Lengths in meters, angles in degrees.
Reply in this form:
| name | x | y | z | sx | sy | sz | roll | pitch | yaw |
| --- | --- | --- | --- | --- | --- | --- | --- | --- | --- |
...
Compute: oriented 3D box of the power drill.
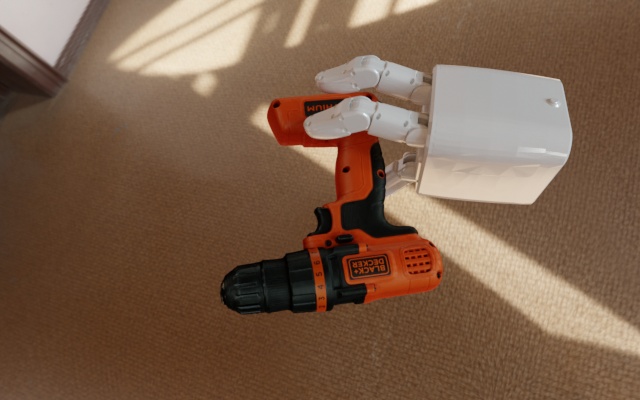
| name | x | y | z | sx | sy | sz | roll | pitch | yaw |
| --- | --- | --- | --- | --- | --- | --- | --- | --- | --- |
| power drill | 0.000 | 0.001 | 0.419 | 0.184 | 0.187 | 0.057 | -6 | -18 | -9 |
